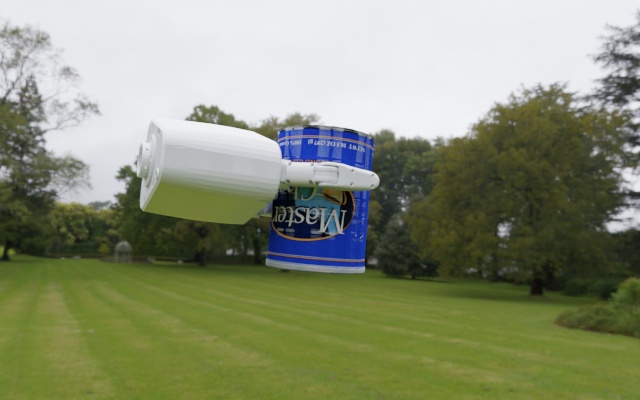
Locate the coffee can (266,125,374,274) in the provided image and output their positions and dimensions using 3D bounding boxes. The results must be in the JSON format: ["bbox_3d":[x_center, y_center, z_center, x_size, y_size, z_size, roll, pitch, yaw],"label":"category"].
[{"bbox_3d":[0.000,0.002,0.499,0.103,0.140,0.103,5,-4,0],"label":"coffee can"}]
